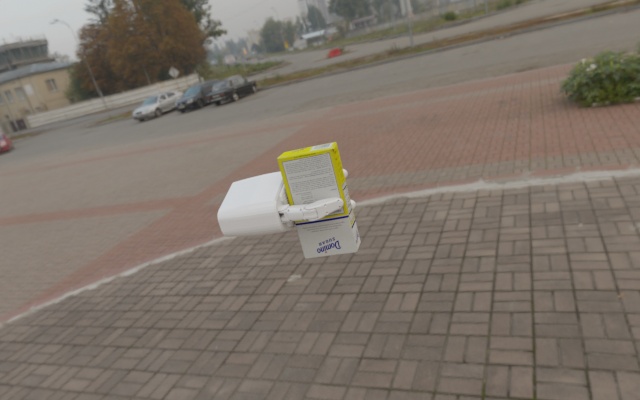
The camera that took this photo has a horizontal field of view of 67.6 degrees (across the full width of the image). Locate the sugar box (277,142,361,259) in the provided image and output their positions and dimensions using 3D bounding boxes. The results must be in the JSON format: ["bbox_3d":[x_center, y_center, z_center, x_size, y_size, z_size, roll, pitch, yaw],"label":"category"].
[{"bbox_3d":[0.000,0.002,0.769,0.093,0.176,0.048,-9,20,17],"label":"sugar box"}]
